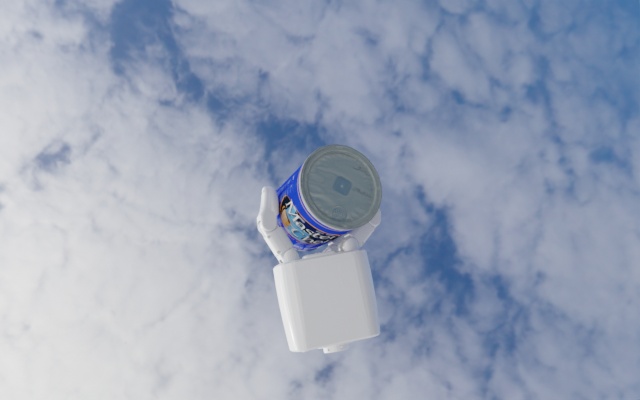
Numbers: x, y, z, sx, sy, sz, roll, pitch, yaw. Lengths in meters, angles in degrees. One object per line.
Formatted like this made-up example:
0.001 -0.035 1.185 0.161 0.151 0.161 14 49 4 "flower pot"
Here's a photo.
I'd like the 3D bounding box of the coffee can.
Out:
0.000 0.002 0.607 0.103 0.102 0.140 0 -16 -22 "coffee can"
